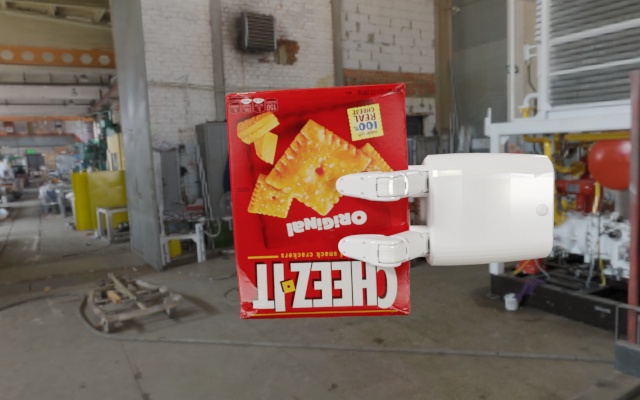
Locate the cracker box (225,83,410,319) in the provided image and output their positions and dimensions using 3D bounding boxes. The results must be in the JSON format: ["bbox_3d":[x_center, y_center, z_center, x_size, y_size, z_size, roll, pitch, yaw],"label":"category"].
[{"bbox_3d":[0.000,0.001,0.460,0.164,0.214,0.072,-2,7,3],"label":"cracker box"}]
